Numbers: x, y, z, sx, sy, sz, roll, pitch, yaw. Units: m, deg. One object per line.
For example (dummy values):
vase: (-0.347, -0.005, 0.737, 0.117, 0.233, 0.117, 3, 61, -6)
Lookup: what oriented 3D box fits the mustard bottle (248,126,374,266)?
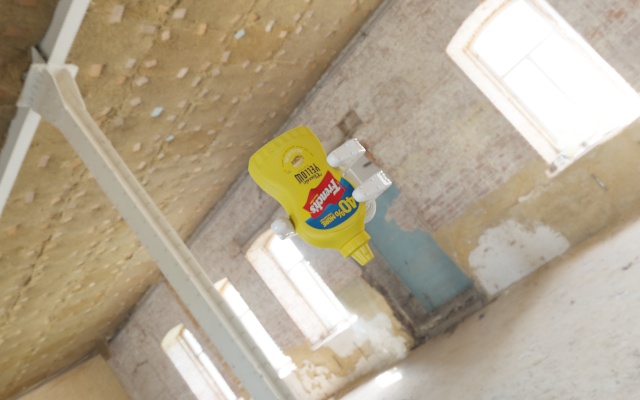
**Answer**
mustard bottle: (0.000, 0.002, 0.604, 0.096, 0.191, 0.058, -34, -11, -23)
